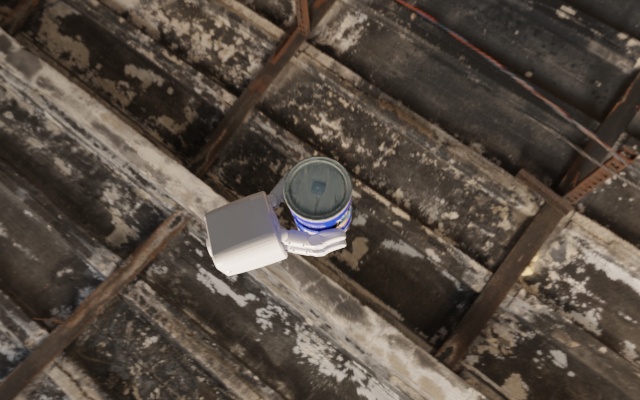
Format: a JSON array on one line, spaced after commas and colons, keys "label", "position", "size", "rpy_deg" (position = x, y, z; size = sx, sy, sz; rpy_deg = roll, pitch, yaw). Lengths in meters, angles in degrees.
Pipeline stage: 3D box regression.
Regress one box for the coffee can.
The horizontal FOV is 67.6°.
[{"label": "coffee can", "position": [0.000, 0.002, 0.770], "size": [0.103, 0.102, 0.140], "rpy_deg": [0, -18, 4]}]
